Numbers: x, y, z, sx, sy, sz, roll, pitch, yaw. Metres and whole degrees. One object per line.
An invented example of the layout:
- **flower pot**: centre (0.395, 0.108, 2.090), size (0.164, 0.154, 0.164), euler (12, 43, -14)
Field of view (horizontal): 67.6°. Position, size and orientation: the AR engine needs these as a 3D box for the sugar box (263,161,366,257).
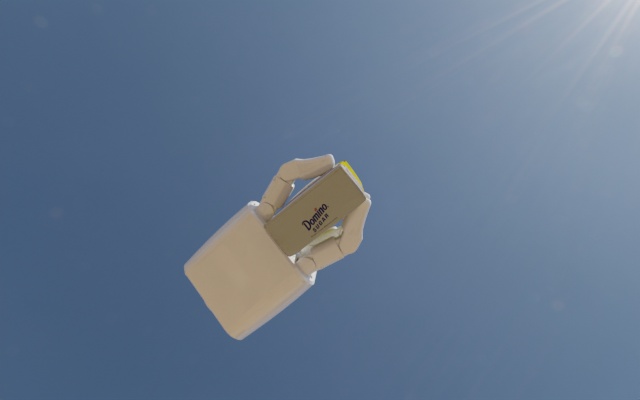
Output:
- **sugar box**: centre (0.000, 0.002, 0.514), size (0.093, 0.048, 0.176), euler (-38, 5, 7)
